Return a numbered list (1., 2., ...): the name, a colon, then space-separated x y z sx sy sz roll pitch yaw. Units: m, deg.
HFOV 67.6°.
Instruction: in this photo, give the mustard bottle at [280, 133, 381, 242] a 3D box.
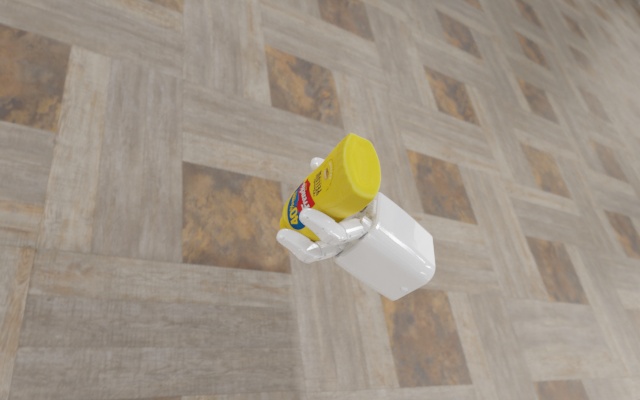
1. mustard bottle: 0.000 0.002 0.631 0.058 0.096 0.192 19 -39 -27
